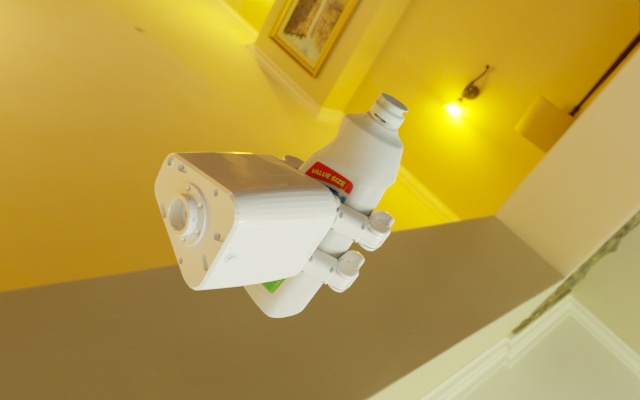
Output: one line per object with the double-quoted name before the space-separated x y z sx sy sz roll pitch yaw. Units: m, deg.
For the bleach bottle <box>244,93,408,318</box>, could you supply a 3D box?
"bleach bottle" 0.000 0.002 0.481 0.068 0.251 0.102 -1 42 -48
